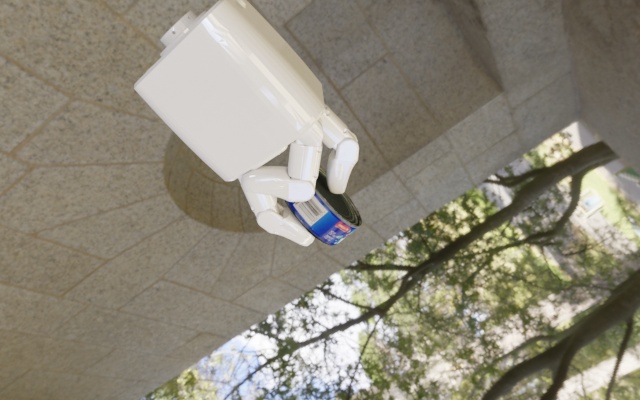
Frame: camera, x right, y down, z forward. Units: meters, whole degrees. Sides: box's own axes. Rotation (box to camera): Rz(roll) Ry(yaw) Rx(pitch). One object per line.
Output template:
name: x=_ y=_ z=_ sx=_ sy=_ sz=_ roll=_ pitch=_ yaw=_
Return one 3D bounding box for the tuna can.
tuna can: x=0.000 y=0.002 z=0.464 sx=0.034 sy=0.086 sz=0.086 roll=-41 pitch=-13 yaw=15
